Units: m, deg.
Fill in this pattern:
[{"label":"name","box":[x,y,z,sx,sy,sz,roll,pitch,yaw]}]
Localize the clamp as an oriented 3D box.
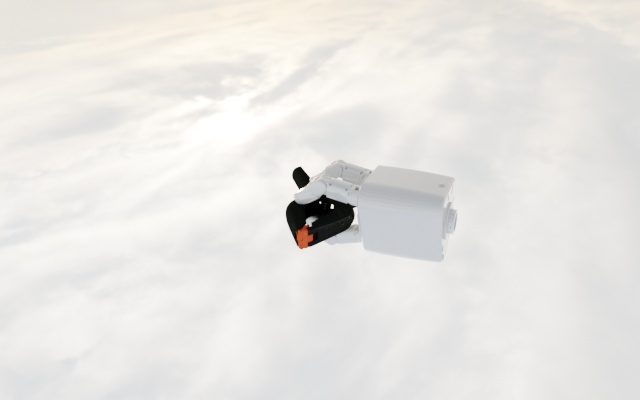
[{"label":"clamp","box":[0.000,0.003,0.681,0.164,0.036,0.210,10,29,22]}]
